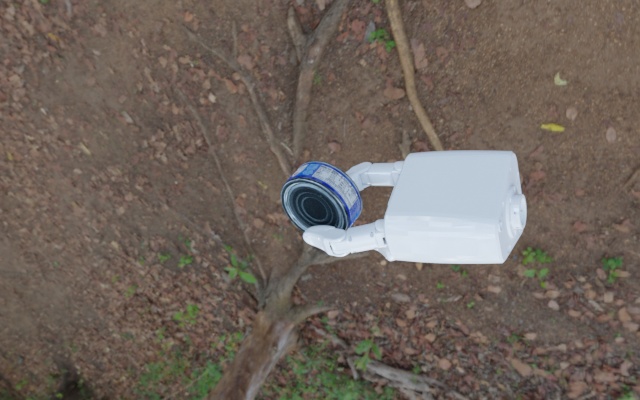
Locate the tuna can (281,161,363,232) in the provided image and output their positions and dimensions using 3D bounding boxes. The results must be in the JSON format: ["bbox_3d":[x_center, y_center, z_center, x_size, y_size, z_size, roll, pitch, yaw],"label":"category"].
[{"bbox_3d":[0.000,0.002,0.517,0.086,0.086,0.033,0,36,37],"label":"tuna can"}]
